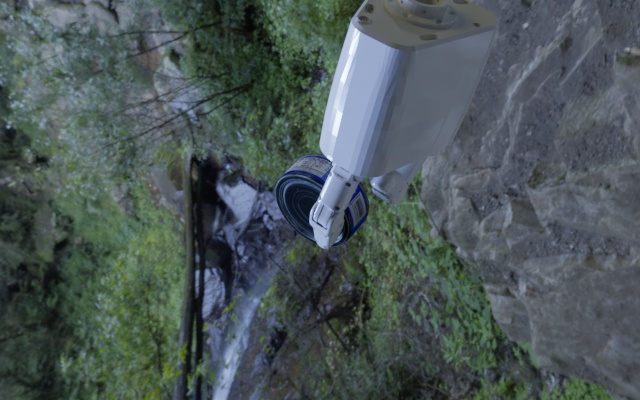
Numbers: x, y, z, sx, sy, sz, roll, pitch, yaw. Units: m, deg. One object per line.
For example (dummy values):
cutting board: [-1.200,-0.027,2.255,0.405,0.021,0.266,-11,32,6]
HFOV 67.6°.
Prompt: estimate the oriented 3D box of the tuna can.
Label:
tuna can: [0.000,0.002,0.443,0.086,0.086,0.033,0,35,43]
